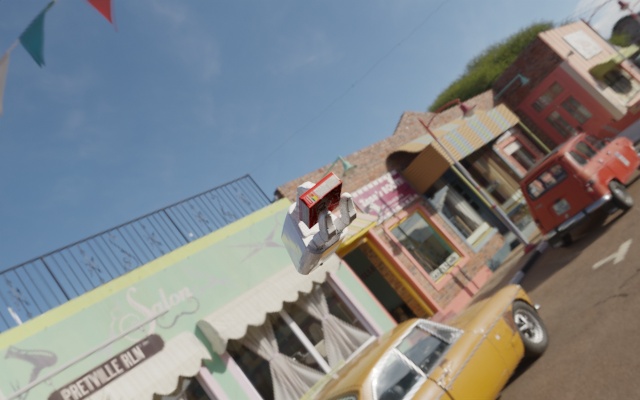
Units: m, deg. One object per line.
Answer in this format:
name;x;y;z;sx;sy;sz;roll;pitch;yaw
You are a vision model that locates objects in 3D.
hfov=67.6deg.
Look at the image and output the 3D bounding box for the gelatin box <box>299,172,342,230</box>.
gelatin box;0.000;0.002;0.806;0.073;0.030;0.089;-38;-21;-19
